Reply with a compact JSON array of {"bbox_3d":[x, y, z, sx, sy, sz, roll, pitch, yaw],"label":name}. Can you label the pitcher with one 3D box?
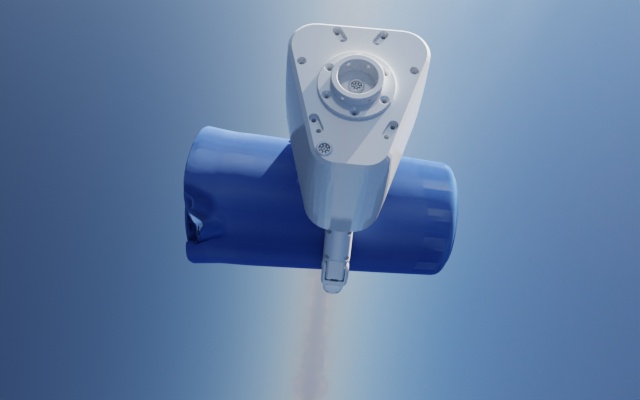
[{"bbox_3d":[0.000,0.002,0.470,0.243,0.149,0.145,6,-23,2],"label":"pitcher"}]
